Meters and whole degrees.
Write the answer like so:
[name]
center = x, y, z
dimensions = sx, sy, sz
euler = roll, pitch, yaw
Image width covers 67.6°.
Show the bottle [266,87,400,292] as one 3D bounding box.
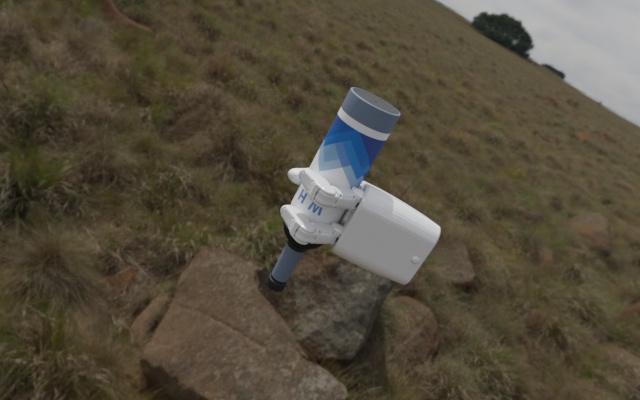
[bottle]
center = 0.000, 0.002, 0.617
dimensions = 0.069, 0.296, 0.069
euler = 24, 24, -11
